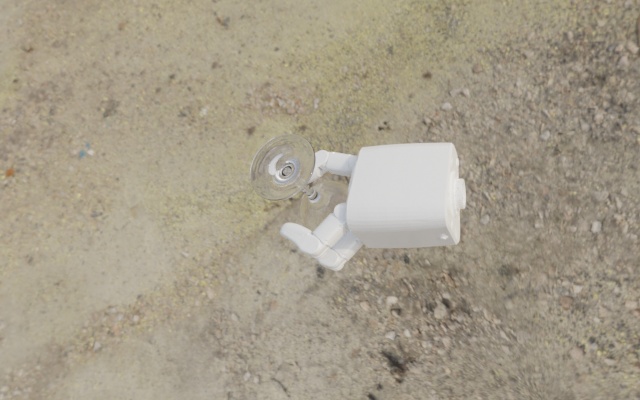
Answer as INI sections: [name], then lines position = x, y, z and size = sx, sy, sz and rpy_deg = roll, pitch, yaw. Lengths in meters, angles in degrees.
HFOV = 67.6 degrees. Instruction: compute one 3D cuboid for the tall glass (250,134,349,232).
[tall glass]
position = 0.000, 0.002, 0.564
size = 0.079, 0.079, 0.201
rpy_deg = 0, -21, 25
